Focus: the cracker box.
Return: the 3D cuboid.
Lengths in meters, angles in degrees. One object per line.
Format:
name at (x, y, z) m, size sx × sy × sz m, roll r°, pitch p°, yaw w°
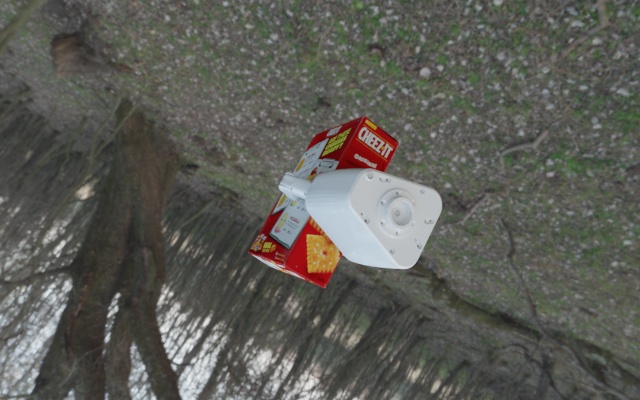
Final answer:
cracker box at (0.000, 0.002, 0.659) m, size 0.072 × 0.213 × 0.164 m, roll 34°, pitch -13°, yaw -19°
